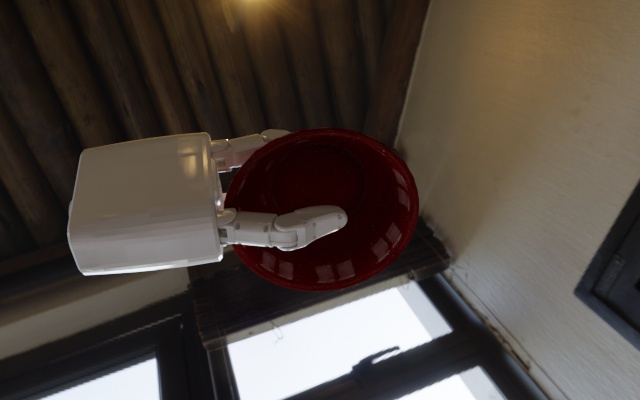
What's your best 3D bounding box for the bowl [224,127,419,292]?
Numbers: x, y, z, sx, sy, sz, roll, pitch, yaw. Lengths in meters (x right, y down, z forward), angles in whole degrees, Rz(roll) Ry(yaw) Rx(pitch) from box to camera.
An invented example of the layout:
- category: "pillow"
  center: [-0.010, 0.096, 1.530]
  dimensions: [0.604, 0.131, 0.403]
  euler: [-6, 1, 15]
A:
- category: "bowl"
  center: [0.001, 0.001, 0.415]
  dimensions: [0.162, 0.162, 0.055]
  euler: [0, 32, -5]
